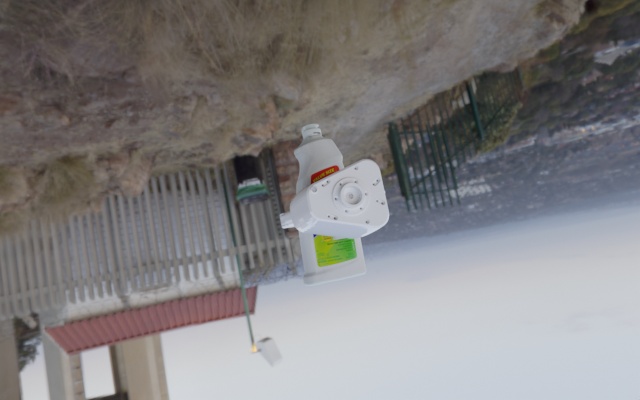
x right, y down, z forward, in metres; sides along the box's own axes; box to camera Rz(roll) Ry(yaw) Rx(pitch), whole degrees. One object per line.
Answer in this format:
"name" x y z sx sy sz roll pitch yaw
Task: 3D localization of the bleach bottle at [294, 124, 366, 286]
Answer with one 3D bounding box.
"bleach bottle" 0.000 0.003 0.764 0.102 0.251 0.068 -10 -7 -14
